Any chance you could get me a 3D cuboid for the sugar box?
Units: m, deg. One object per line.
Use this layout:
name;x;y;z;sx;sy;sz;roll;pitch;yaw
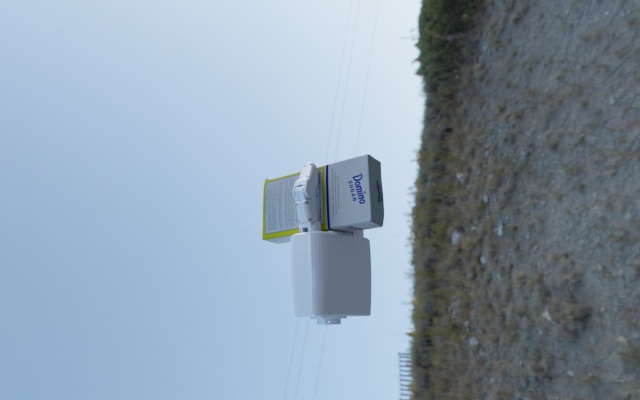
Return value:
sugar box;0.000;0.002;0.660;0.176;0.093;0.048;-10;-19;30
